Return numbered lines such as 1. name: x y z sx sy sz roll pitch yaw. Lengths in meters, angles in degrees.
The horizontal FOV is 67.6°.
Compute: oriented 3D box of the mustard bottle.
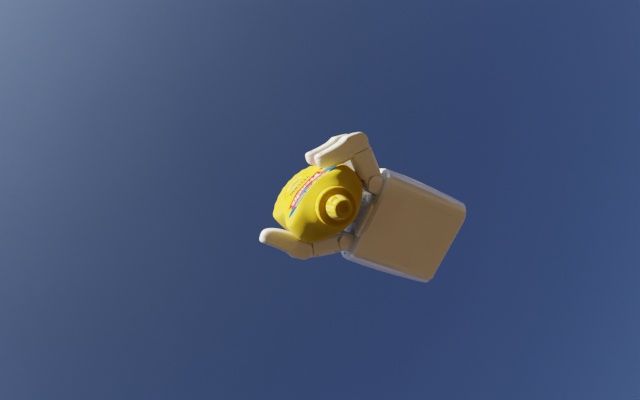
1. mustard bottle: 0.000 0.002 0.540 0.058 0.096 0.191 46 -7 -13
